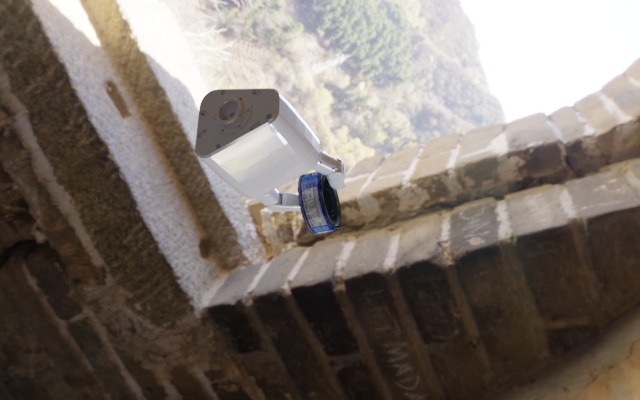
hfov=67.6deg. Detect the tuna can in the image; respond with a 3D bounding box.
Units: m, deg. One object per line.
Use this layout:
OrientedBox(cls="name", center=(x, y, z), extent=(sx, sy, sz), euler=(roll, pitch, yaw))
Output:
OrientedBox(cls="tuna can", center=(0.001, 0.002, 0.654), extent=(0.034, 0.086, 0.086), euler=(-12, -4, 16))
